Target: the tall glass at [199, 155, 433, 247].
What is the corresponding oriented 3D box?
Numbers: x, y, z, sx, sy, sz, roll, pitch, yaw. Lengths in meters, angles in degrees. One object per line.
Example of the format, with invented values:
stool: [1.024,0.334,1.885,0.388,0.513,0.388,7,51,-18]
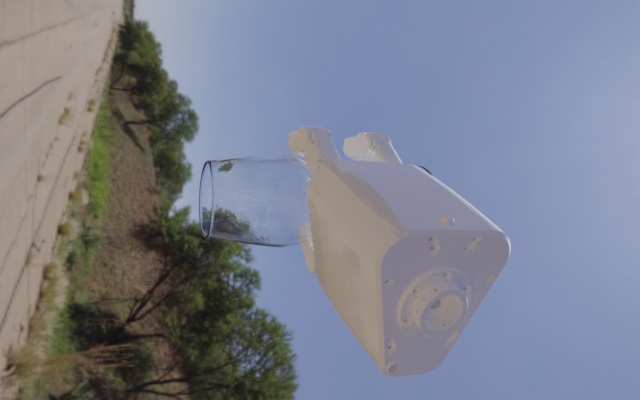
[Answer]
tall glass: [0.001,0.001,0.418,0.201,0.079,0.079,2,-1,-23]
